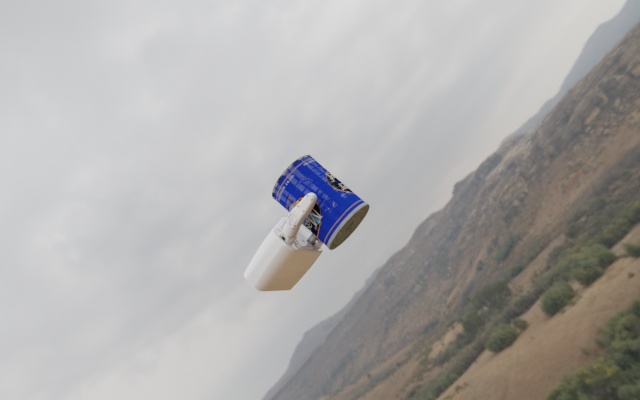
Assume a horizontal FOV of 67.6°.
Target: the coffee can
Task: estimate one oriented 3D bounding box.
[{"bbox_3d":[0.000,0.003,0.836,0.140,0.103,0.103,41,13,16],"label":"coffee can"}]
